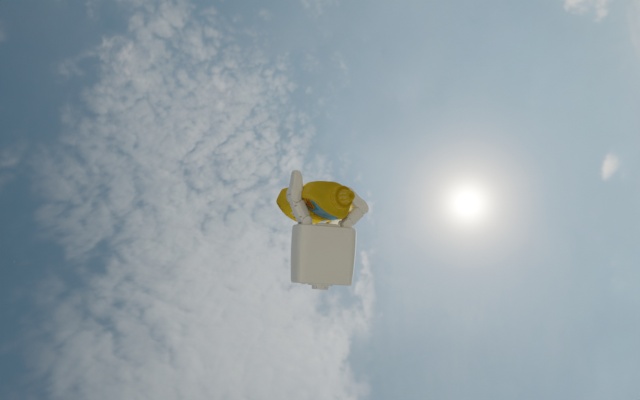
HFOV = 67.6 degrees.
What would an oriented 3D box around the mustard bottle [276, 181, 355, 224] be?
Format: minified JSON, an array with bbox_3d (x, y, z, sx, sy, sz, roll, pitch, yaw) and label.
[{"bbox_3d":[0.000,0.003,0.892,0.096,0.058,0.191,35,-24,-24],"label":"mustard bottle"}]
